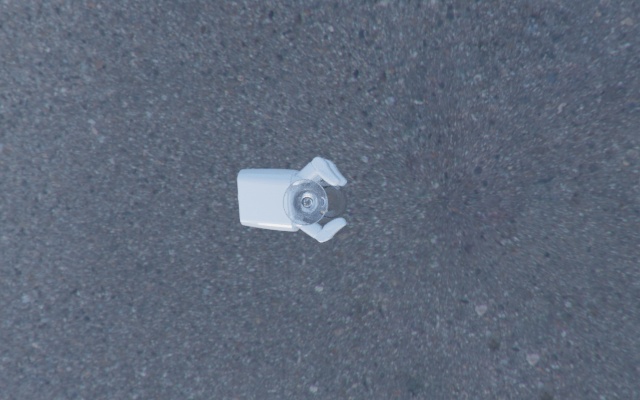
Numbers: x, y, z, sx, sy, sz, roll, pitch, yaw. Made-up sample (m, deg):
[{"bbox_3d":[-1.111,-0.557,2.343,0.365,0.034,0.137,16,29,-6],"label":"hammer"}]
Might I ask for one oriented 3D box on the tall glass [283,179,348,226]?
[{"bbox_3d":[0.000,0.003,0.851,0.079,0.079,0.201,0,0,15],"label":"tall glass"}]
